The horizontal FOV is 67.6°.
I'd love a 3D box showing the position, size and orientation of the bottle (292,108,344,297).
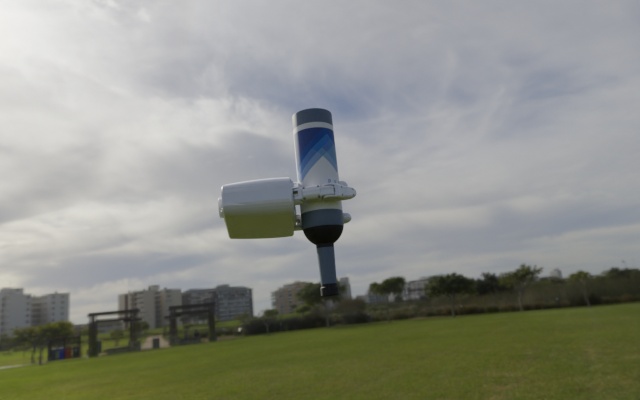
[{"bbox_3d":[0.000,0.002,0.760,0.069,0.295,0.069,-6,-13,-1],"label":"bottle"}]
